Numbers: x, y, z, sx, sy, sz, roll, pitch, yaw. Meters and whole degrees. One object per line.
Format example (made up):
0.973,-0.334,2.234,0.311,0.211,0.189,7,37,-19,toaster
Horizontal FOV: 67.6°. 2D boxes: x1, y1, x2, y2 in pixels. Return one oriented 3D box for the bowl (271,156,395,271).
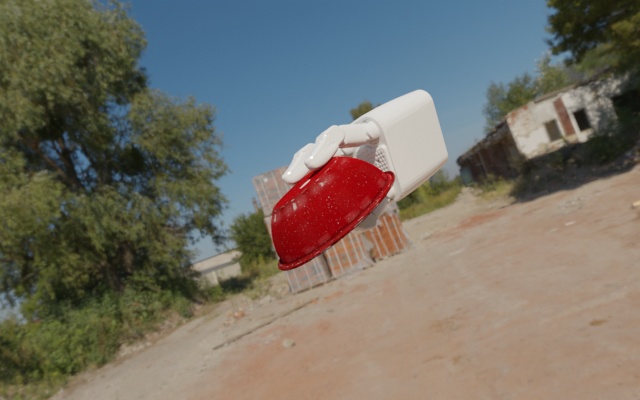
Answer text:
-0.001,0.002,0.514,0.162,0.055,0.162,-39,10,8,bowl
